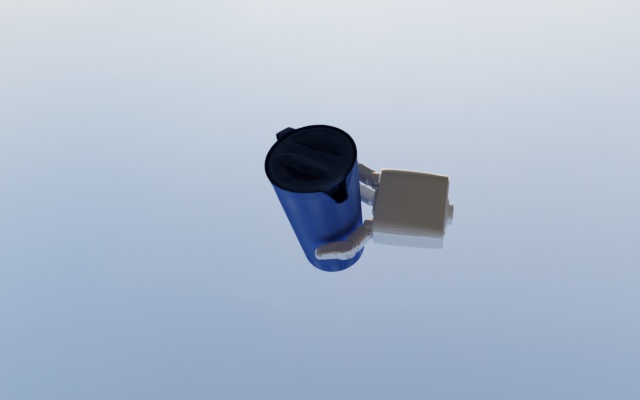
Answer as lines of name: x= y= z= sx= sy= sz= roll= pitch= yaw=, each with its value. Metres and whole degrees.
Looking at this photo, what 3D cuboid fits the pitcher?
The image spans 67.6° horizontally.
pitcher: x=0.000 y=0.003 z=0.762 sx=0.145 sy=0.149 sz=0.243 roll=4 pitch=-37 yaw=15
